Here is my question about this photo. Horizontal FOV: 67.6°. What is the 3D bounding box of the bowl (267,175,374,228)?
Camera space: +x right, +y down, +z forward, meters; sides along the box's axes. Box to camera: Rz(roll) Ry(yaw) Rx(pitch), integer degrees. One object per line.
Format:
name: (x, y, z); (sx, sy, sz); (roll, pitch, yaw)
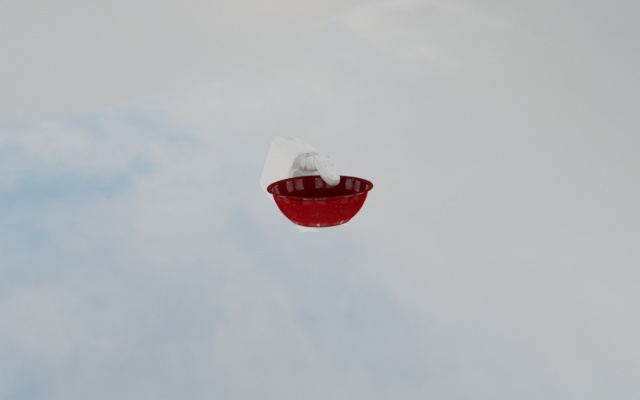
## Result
bowl: (0.000, 0.003, 0.727); (0.162, 0.055, 0.162); (-2, 14, 0)
